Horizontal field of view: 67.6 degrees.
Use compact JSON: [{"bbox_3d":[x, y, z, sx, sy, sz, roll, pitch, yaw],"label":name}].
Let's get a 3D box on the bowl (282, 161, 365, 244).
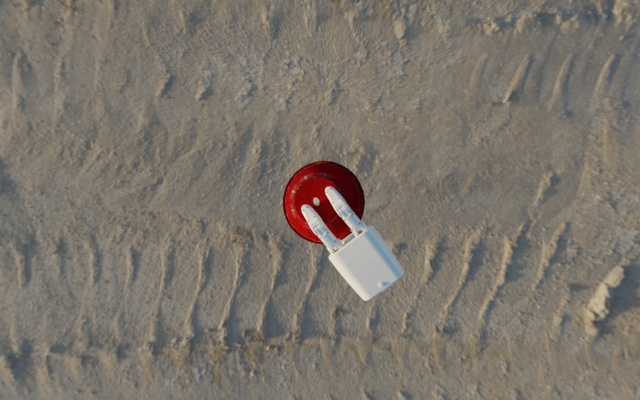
[{"bbox_3d":[-0.001,0.002,0.895,0.162,0.162,0.055,0,-2,11],"label":"bowl"}]
